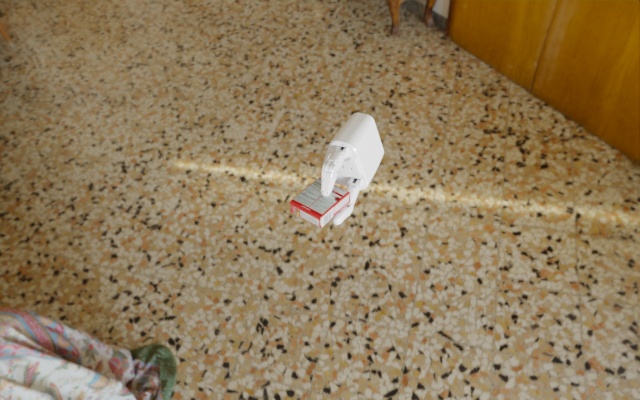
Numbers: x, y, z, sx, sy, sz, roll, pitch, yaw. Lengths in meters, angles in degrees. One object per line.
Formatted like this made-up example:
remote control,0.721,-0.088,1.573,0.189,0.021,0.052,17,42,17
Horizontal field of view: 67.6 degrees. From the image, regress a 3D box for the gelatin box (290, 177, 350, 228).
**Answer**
gelatin box,0.000,0.003,0.871,0.073,0.030,0.089,27,49,29
